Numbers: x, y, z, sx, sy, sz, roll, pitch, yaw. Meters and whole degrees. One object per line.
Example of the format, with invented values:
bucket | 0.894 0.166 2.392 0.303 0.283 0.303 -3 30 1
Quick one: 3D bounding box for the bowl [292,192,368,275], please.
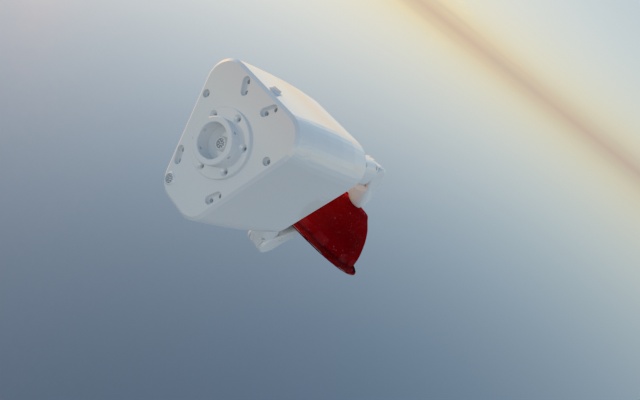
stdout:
bowl | 0.001 0.001 0.511 0.055 0.162 0.162 -43 -4 5
